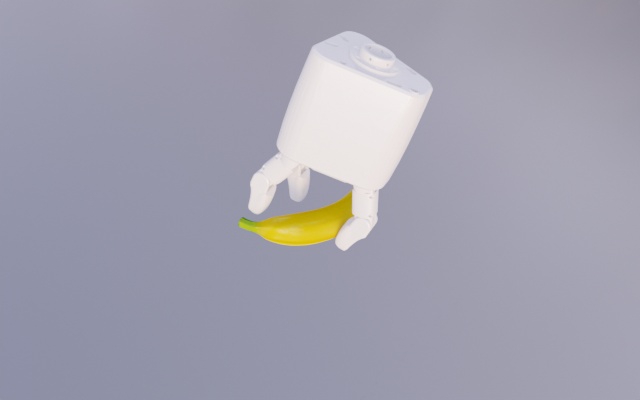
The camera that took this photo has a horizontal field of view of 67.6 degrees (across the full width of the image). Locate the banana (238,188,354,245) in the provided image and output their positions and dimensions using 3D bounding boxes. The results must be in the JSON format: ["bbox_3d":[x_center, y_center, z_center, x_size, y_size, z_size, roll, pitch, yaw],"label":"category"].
[{"bbox_3d":[0.008,0.014,0.552,0.198,0.037,0.069,-15,48,-37],"label":"banana"}]
